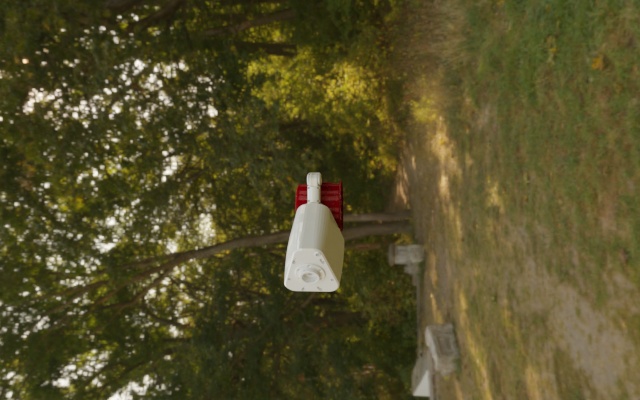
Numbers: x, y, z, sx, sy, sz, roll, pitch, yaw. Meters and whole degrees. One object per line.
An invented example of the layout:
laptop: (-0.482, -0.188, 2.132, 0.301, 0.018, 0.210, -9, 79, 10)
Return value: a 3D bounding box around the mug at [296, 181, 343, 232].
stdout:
mug: (0.000, 0.002, 0.882, 0.081, 0.093, 0.117, 0, 40, 5)
